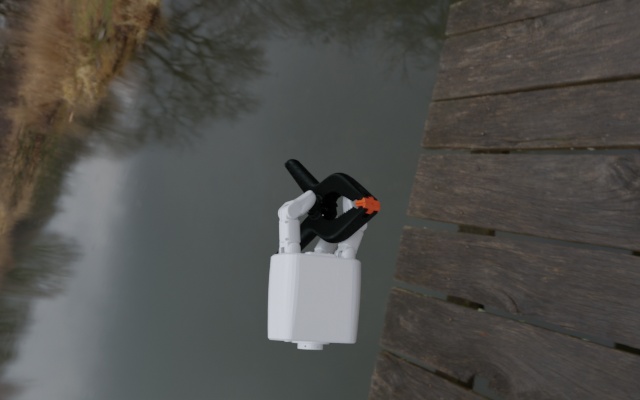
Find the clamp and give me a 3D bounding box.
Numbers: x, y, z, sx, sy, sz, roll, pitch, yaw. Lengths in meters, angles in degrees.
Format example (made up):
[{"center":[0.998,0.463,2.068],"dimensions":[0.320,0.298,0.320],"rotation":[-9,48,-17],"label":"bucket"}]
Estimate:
[{"center":[0.000,0.002,0.666],"dimensions":[0.036,0.164,0.210],"rotation":[12,-17,-36],"label":"clamp"}]
